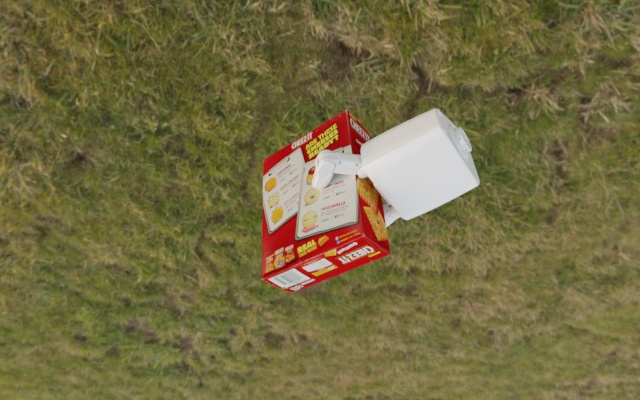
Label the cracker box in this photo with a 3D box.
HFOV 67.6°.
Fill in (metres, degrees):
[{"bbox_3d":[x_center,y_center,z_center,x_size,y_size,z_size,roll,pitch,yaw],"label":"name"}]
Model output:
[{"bbox_3d":[0.000,0.002,0.669,0.164,0.213,0.072,-27,-43,27],"label":"cracker box"}]
